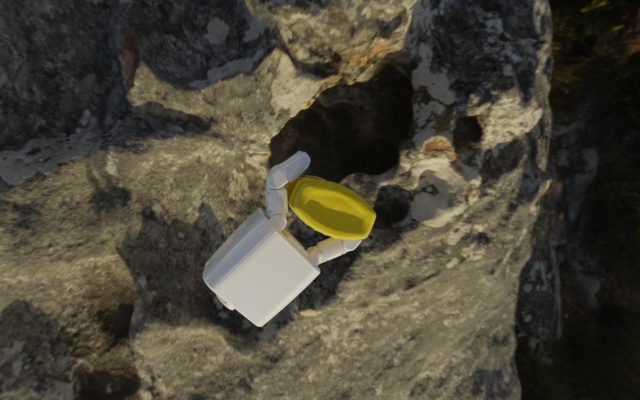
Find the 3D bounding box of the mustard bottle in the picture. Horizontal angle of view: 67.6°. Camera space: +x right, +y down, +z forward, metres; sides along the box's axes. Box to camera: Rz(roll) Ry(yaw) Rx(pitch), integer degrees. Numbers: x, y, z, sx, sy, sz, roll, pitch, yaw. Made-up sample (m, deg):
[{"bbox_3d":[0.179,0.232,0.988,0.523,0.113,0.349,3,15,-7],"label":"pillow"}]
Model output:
[{"bbox_3d":[0.000,0.002,0.611,0.096,0.058,0.191,21,2,-12],"label":"mustard bottle"}]
